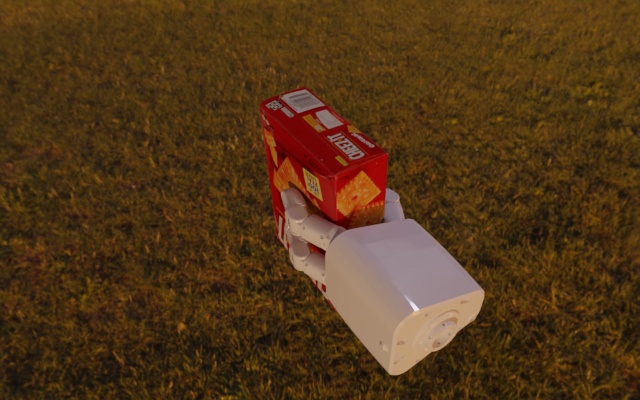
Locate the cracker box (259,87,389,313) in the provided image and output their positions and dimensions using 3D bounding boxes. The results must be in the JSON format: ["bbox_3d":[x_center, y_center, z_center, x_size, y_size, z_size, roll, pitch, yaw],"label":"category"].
[{"bbox_3d":[0.000,0.002,0.558,0.072,0.214,0.164,-23,45,-22],"label":"cracker box"}]
